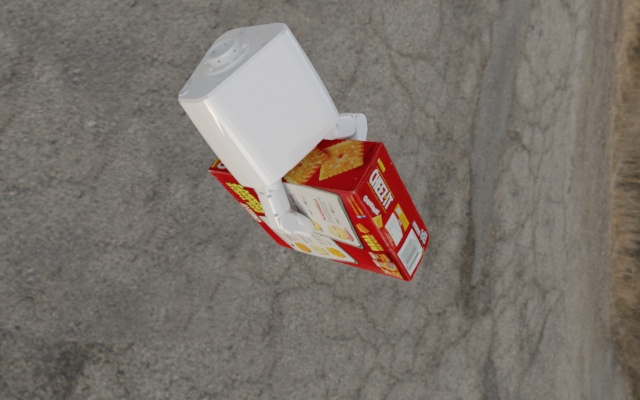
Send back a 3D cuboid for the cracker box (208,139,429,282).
[{"bbox_3d":[0.000,0.002,0.551,0.213,0.072,0.164,11,-31,40],"label":"cracker box"}]
